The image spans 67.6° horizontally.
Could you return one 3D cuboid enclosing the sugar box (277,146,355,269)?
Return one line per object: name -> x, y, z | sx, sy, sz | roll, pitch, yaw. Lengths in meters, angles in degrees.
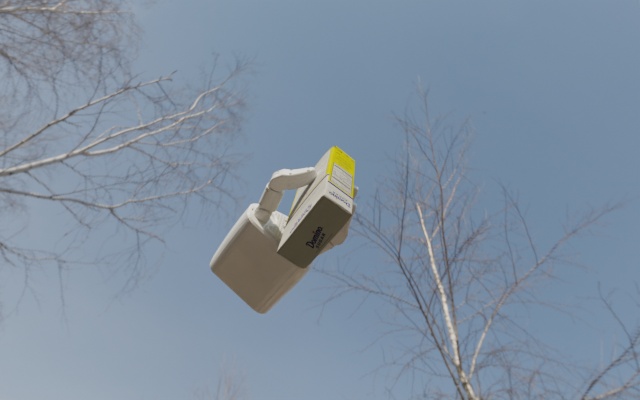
sugar box -> 0.000, 0.002, 0.596 | 0.048, 0.093, 0.176 | 34, 23, -12
